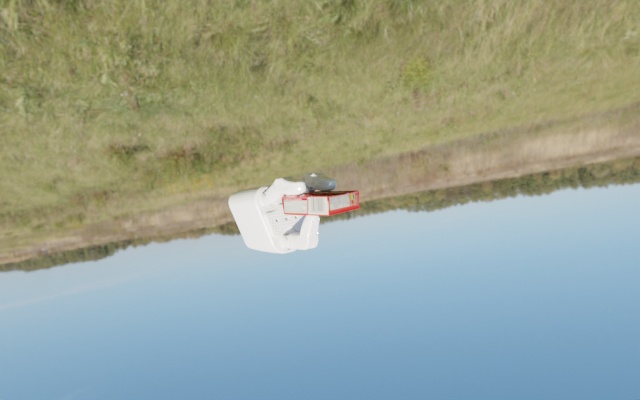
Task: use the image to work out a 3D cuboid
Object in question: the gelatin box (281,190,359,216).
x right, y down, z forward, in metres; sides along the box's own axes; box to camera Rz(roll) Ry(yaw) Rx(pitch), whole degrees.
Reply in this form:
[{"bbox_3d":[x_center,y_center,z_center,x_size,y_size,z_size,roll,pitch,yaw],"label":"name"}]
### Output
[{"bbox_3d":[0.000,0.003,0.693,0.089,0.030,0.073,0,7,41],"label":"gelatin box"}]
